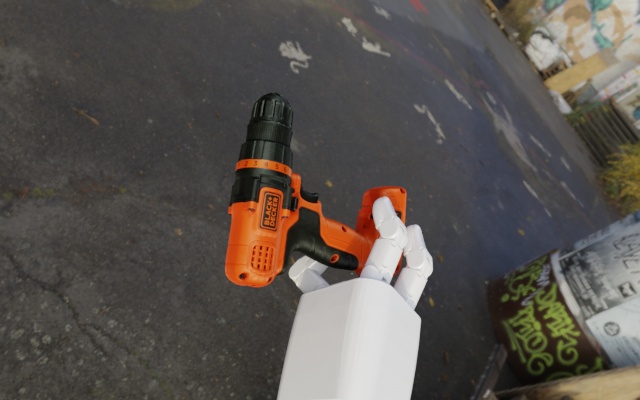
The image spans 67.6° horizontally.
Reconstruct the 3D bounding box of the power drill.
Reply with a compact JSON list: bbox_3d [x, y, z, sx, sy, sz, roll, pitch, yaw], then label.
[{"bbox_3d":[0.000,0.002,0.481,0.188,0.184,0.057,15,-13,-31],"label":"power drill"}]
